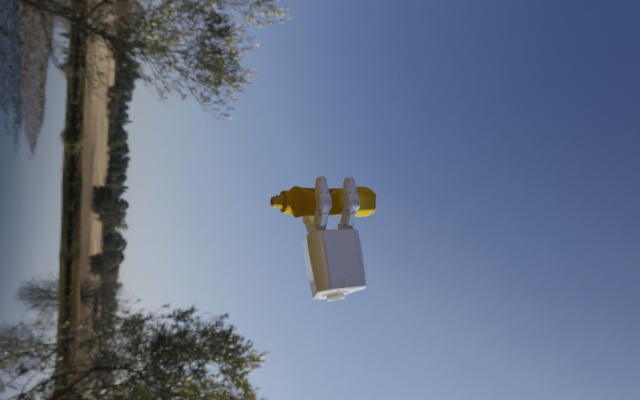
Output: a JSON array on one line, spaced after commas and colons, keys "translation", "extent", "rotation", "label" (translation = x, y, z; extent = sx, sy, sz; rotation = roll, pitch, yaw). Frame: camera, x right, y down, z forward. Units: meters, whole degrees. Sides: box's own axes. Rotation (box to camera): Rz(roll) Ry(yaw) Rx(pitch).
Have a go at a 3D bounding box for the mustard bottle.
[{"translation": [0.000, 0.003, 0.882], "extent": [0.191, 0.058, 0.096], "rotation": [-1, 4, -25], "label": "mustard bottle"}]
